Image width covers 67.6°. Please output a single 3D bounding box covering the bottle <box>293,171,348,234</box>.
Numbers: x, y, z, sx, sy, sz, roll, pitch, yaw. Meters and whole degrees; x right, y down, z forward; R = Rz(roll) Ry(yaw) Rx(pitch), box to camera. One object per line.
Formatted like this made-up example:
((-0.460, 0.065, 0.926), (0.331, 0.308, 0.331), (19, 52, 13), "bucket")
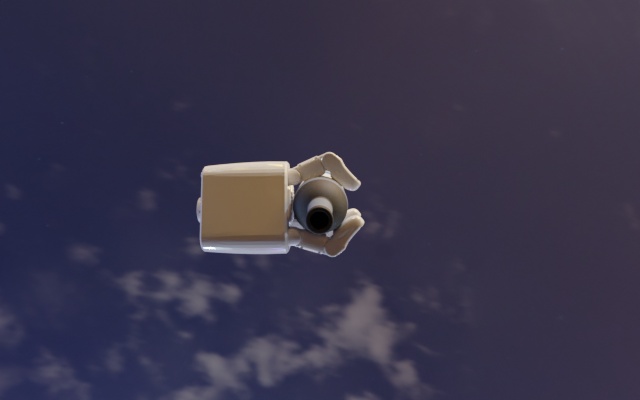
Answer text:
((0.000, 0.002, 0.608), (0.069, 0.069, 0.295), (0, 7, 0), "bottle")
